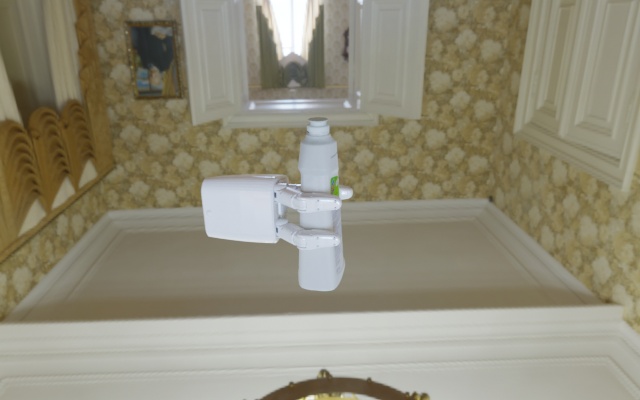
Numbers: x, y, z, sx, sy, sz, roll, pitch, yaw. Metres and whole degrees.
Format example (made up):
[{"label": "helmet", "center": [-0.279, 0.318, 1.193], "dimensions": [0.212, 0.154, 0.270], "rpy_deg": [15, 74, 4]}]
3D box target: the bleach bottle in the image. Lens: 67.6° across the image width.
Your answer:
[{"label": "bleach bottle", "center": [0.000, 0.002, 0.705], "dimensions": [0.068, 0.251, 0.102], "rpy_deg": [3, 22, 9]}]
